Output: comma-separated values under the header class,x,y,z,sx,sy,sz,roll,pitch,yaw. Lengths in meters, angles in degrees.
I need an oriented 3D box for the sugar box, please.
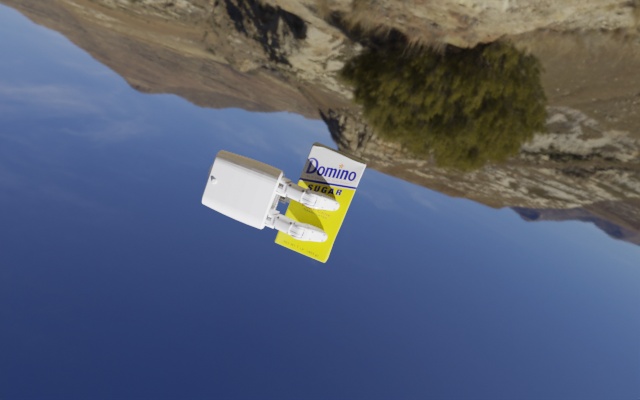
class,x,y,z,sx,sy,sz,roll,pitch,yaw
sugar box,0.000,0.003,0.783,0.093,0.176,0.048,22,13,2
